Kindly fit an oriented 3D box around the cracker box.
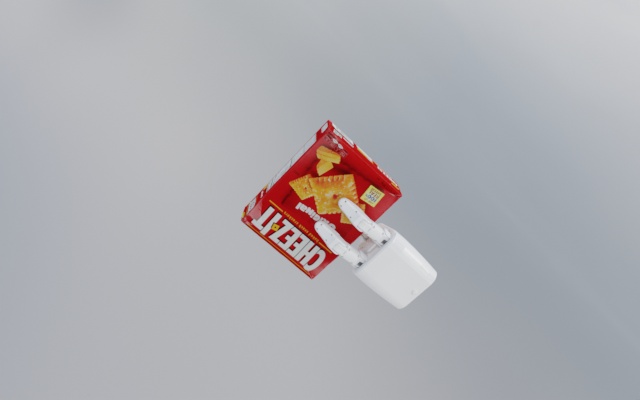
[{"bbox_3d":[0.000,0.002,0.789,0.164,0.214,0.072,42,15,-13],"label":"cracker box"}]
